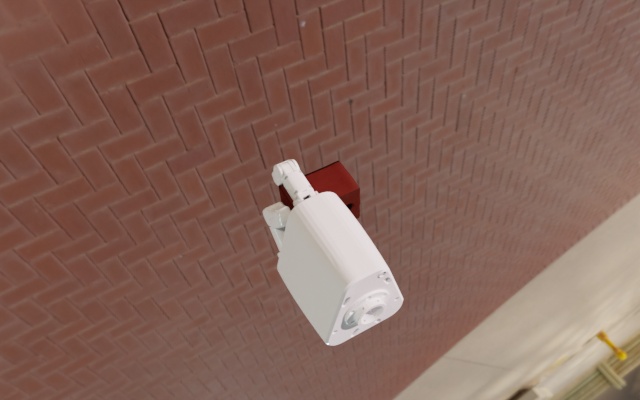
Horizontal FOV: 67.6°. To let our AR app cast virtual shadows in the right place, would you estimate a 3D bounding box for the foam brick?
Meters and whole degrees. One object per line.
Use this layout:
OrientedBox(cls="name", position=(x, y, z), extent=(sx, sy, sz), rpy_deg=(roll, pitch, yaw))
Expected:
OrientedBox(cls="foam brick", position=(0.000, 0.002, 0.536), extent=(0.078, 0.053, 0.051), rpy_deg=(-24, 51, -17))
